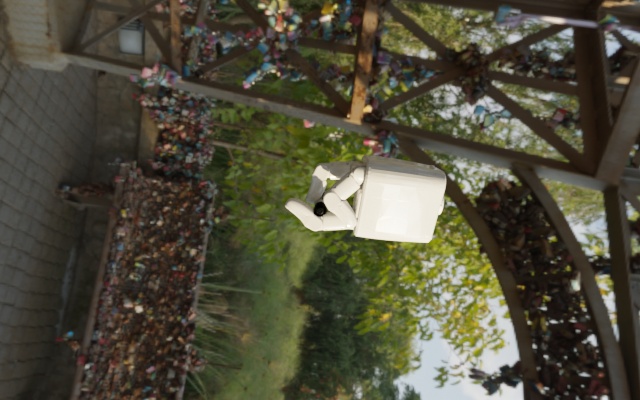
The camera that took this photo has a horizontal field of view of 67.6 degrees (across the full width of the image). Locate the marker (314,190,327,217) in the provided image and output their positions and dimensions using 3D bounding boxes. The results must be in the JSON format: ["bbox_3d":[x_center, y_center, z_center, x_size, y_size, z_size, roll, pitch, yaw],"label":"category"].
[{"bbox_3d":[0.000,0.002,0.710,0.020,0.020,0.121,0,12,0],"label":"marker"}]
